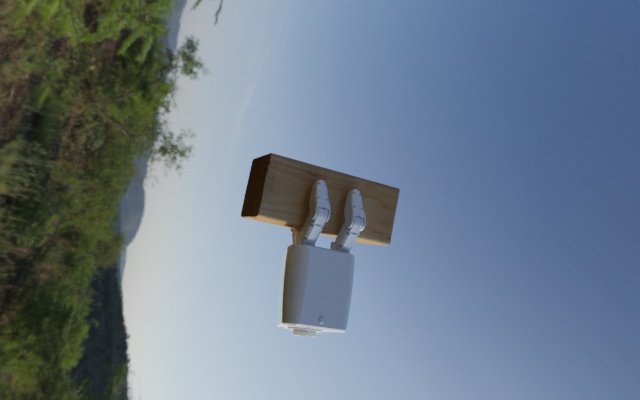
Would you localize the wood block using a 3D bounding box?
[{"bbox_3d":[0.000,0.003,0.704,0.206,0.090,0.091,14,-8,-24],"label":"wood block"}]
